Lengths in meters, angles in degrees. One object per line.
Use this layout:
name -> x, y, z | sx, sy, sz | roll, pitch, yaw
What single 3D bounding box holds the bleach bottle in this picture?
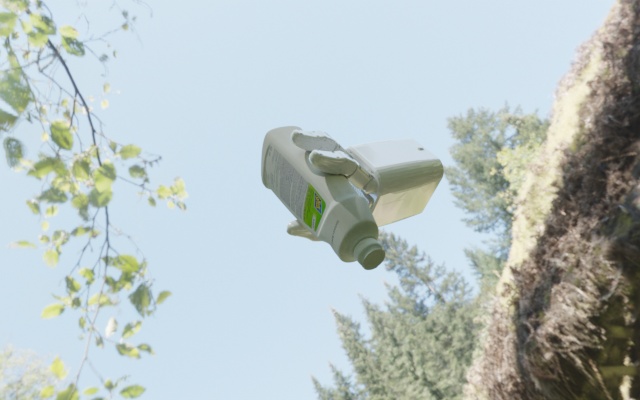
bleach bottle -> 0.000, 0.002, 0.597 | 0.068, 0.103, 0.250 | -12, 39, -24
